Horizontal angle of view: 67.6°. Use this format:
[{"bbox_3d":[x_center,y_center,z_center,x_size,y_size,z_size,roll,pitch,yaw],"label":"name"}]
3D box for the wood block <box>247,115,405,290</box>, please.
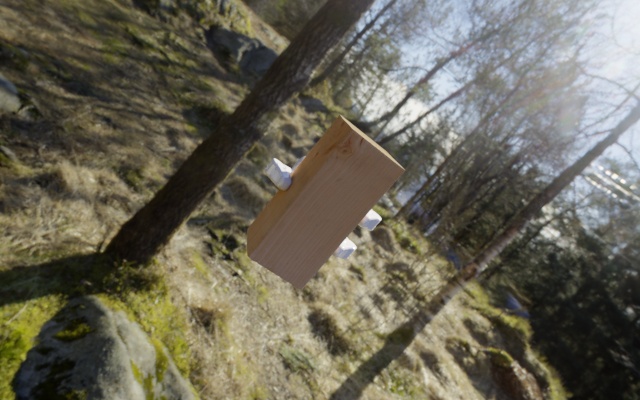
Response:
[{"bbox_3d":[0.000,0.002,0.629,0.091,0.206,0.090,35,13,-19],"label":"wood block"}]
